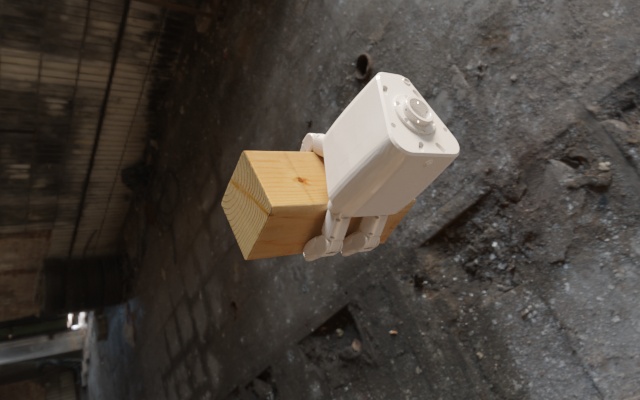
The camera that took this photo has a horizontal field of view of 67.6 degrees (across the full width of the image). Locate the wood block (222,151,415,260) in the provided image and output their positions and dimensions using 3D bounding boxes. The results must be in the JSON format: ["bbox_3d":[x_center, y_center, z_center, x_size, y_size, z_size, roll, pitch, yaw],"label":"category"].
[{"bbox_3d":[0.000,0.001,0.582,0.206,0.090,0.090,-2,-42,-36],"label":"wood block"}]
